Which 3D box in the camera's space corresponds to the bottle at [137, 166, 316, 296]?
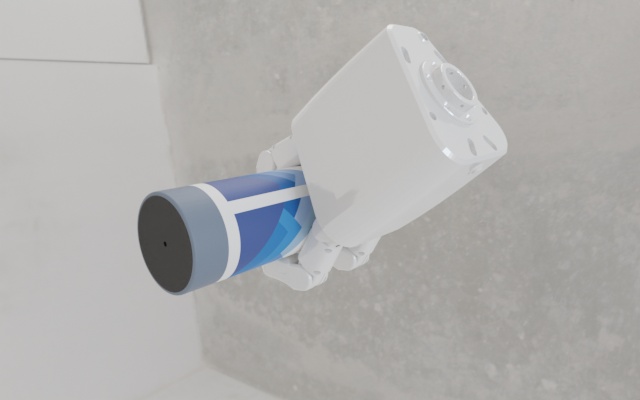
[{"bbox_3d":[0.000,0.001,0.403,0.069,0.069,0.295,0,10,42],"label":"bottle"}]
